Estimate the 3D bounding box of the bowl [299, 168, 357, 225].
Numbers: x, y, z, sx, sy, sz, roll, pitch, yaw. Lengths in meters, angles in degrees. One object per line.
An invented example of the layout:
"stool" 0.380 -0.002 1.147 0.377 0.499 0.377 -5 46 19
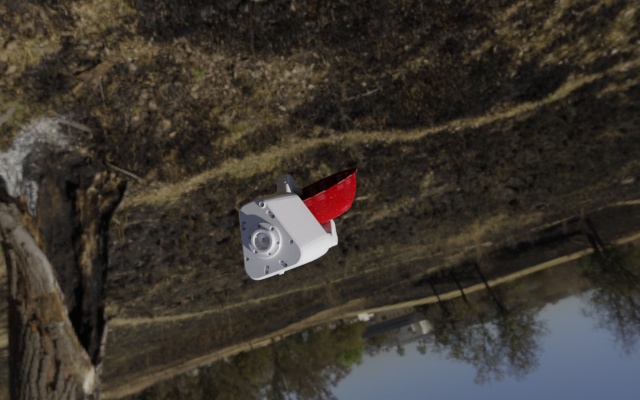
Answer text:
"bowl" 0.001 0.003 0.823 0.162 0.055 0.162 -26 9 4
